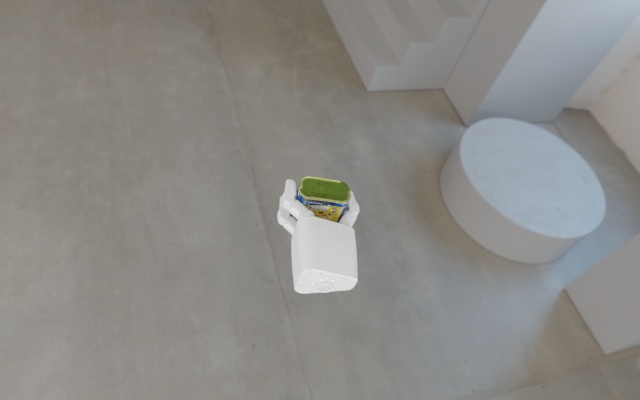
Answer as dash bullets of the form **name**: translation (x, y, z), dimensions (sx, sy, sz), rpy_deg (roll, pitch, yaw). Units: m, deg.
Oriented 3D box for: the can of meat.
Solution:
- **can of meat**: translation (0.000, 0.003, 0.898), dimensions (0.102, 0.057, 0.084), rpy_deg (8, -37, -10)
